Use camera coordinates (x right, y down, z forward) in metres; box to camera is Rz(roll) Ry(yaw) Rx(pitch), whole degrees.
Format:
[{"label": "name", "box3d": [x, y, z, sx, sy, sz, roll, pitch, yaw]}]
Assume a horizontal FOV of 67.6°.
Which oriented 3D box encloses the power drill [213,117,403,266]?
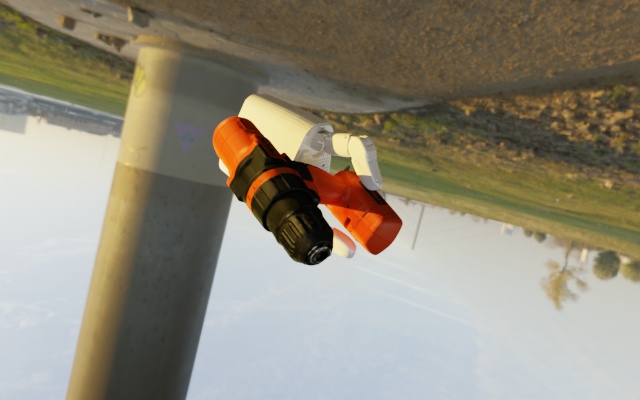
[{"label": "power drill", "box3d": [0.000, 0.001, 0.464, 0.188, 0.057, 0.184, 21, 24, -47]}]
